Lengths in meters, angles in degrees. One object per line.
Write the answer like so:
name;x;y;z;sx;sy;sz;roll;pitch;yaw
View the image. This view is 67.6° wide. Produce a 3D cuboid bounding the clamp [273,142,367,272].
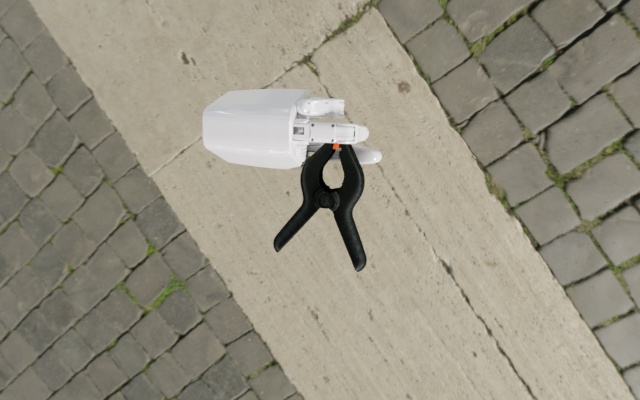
clamp;0.000;0.002;0.589;0.120;0.171;0.039;3;10;6
